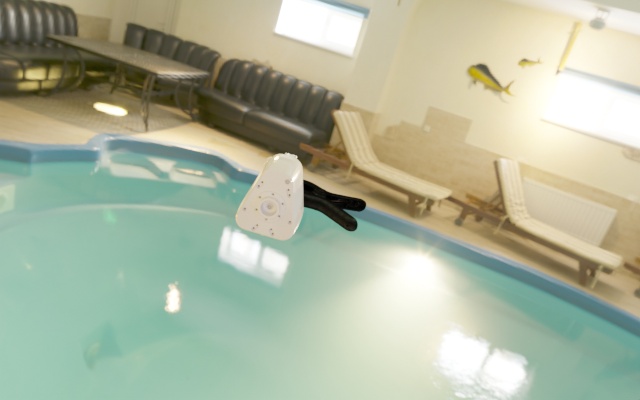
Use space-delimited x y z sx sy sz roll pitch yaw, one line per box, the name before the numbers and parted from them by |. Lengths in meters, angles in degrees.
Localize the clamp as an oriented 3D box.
clamp | 0.000 0.002 0.844 0.171 0.039 0.120 17 16 -2
